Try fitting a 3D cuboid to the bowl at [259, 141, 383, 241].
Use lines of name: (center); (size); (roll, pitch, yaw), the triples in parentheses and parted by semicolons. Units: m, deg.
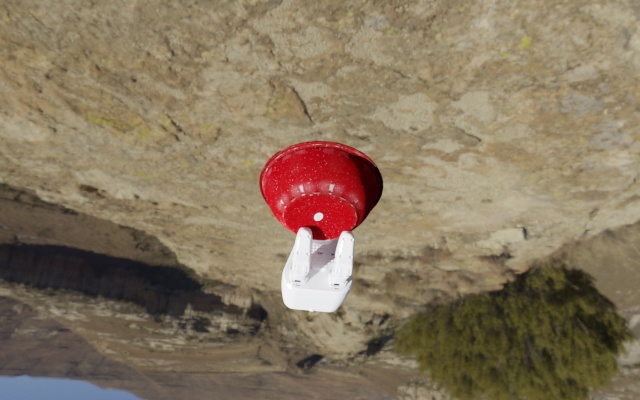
bowl: (0.000, 0.001, 0.604); (0.162, 0.055, 0.162); (1, -42, 1)
